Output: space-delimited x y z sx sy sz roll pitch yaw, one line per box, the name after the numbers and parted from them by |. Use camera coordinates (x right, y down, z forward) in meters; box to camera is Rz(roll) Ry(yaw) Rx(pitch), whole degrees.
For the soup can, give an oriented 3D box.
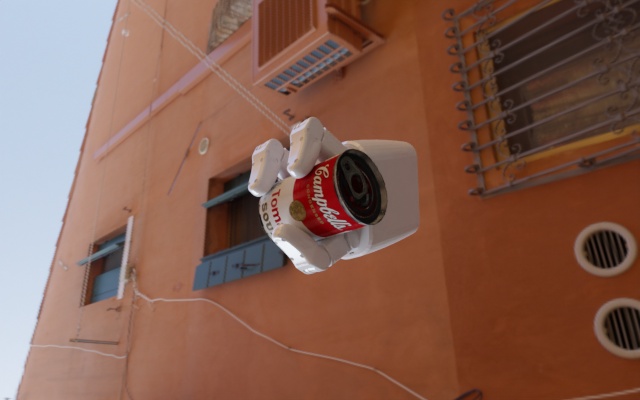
0.000 0.002 0.436 0.102 0.068 0.068 -21 -14 41 | soup can
